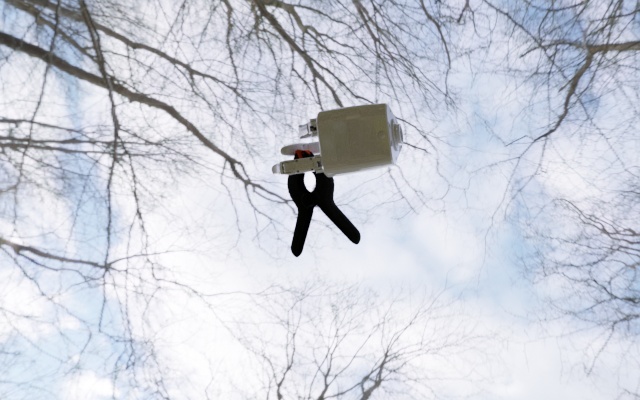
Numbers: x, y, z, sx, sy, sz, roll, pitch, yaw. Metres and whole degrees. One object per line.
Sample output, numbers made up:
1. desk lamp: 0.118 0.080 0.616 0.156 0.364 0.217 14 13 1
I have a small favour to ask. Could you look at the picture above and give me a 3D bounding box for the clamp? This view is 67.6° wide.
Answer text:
1. clamp: 0.000 0.002 0.749 0.120 0.171 0.039 -6 4 19
